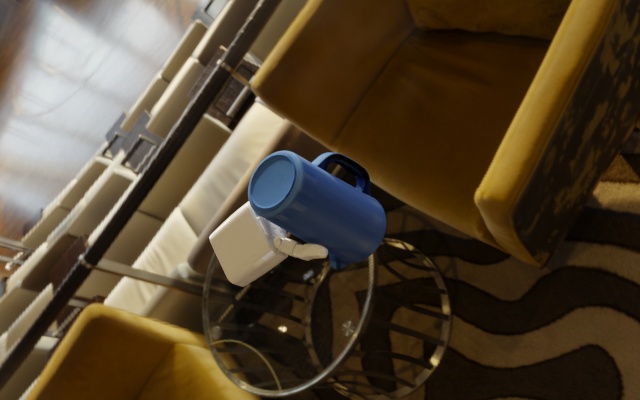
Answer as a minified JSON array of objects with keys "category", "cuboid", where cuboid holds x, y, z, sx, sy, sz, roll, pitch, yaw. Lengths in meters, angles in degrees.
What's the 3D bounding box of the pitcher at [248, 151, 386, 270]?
[{"category":"pitcher","cuboid":[0.000,0.003,0.799,0.145,0.149,0.243,-35,-38,20]}]
